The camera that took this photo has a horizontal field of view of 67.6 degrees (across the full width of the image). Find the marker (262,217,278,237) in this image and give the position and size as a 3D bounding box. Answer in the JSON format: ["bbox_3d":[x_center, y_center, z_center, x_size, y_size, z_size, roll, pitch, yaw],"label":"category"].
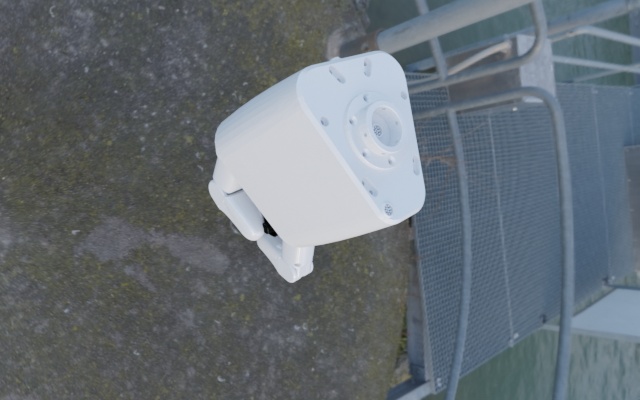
[{"bbox_3d":[0.000,0.001,0.410,0.121,0.020,0.020,-25,16,-37],"label":"marker"}]
